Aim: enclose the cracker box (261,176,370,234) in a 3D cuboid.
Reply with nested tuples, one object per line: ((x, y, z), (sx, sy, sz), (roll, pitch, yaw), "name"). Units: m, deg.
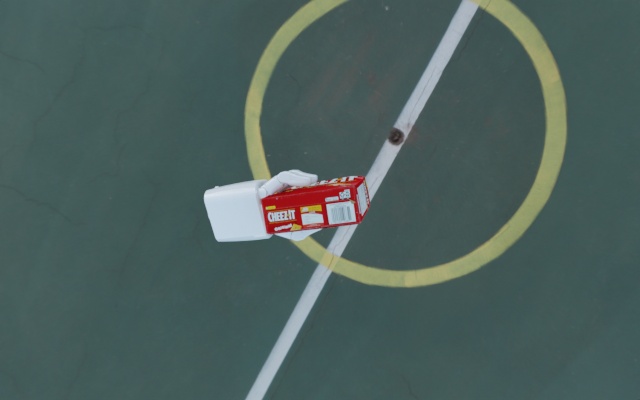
((0.000, 0.003, 0.888), (0.164, 0.072, 0.213), (-8, 6, 11), "cracker box")
